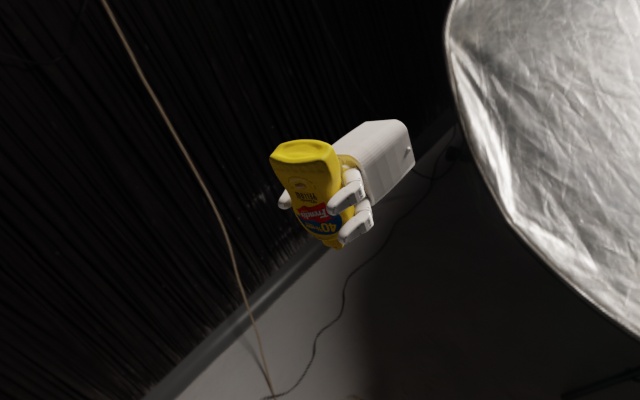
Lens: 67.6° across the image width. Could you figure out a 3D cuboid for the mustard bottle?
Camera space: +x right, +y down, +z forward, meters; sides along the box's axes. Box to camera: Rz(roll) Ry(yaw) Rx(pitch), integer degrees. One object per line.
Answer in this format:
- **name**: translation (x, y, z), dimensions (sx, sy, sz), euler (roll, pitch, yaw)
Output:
- **mustard bottle**: translation (0.000, 0.002, 0.704), dimensions (0.096, 0.192, 0.058), euler (4, 45, 31)
